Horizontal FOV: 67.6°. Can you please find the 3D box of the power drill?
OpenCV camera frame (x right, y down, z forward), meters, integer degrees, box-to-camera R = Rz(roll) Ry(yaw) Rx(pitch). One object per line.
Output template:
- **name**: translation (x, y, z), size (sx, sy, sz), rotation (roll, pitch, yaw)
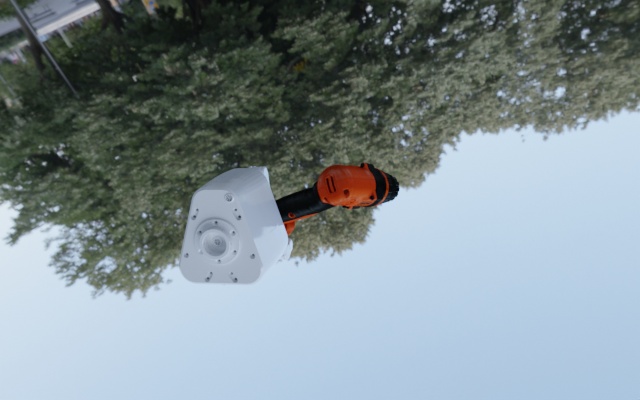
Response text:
- **power drill**: translation (0.000, 0.002, 0.640), size (0.188, 0.057, 0.184), rotation (-22, -12, 27)
